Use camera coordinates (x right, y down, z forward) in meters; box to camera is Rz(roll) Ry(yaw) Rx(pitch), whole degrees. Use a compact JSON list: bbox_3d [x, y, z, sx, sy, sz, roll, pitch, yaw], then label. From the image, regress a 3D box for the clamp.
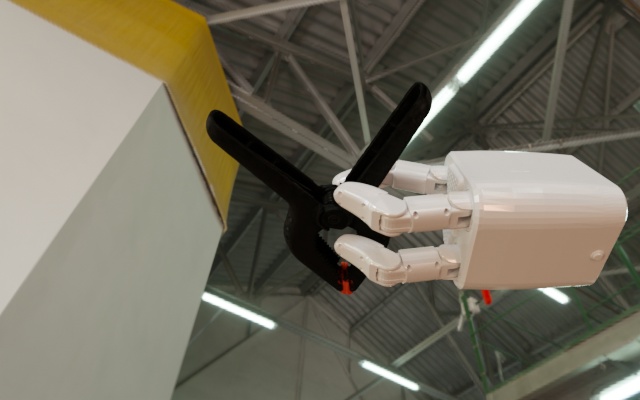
[{"bbox_3d":[0.000,0.001,0.402,0.164,0.210,0.036,0,40,2],"label":"clamp"}]
